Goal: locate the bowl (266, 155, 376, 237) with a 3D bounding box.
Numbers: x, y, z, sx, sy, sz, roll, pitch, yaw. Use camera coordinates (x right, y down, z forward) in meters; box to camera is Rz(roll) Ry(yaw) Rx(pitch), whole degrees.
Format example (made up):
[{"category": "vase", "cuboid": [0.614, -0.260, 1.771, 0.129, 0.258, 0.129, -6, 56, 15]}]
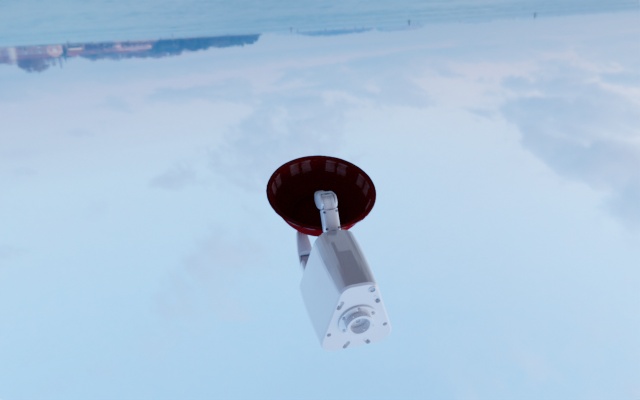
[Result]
[{"category": "bowl", "cuboid": [0.000, 0.002, 0.716, 0.162, 0.055, 0.162, 2, 44, -2]}]
